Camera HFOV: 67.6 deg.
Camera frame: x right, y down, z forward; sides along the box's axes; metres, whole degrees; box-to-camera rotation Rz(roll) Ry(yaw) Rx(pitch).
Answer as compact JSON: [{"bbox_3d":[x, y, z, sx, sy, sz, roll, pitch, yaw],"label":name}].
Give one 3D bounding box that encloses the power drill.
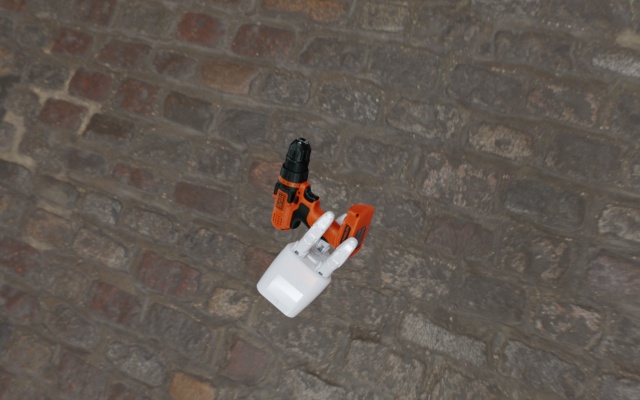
[{"bbox_3d":[0.000,0.003,0.840,0.187,0.184,0.057,32,34,27],"label":"power drill"}]
